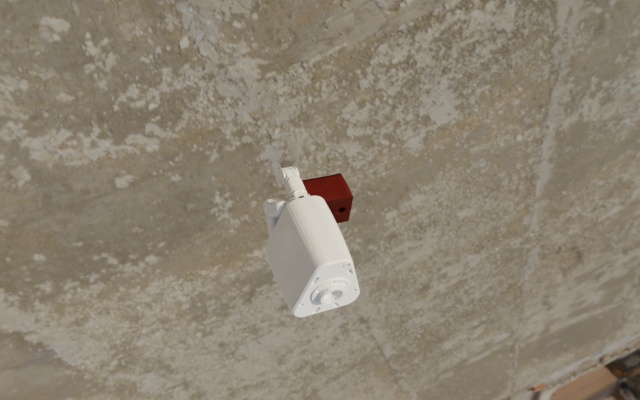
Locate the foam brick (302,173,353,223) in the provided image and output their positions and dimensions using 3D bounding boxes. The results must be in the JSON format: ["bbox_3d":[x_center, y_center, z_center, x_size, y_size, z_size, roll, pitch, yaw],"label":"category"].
[{"bbox_3d":[0.000,0.002,0.676,0.078,0.053,0.051,-12,47,-19],"label":"foam brick"}]
